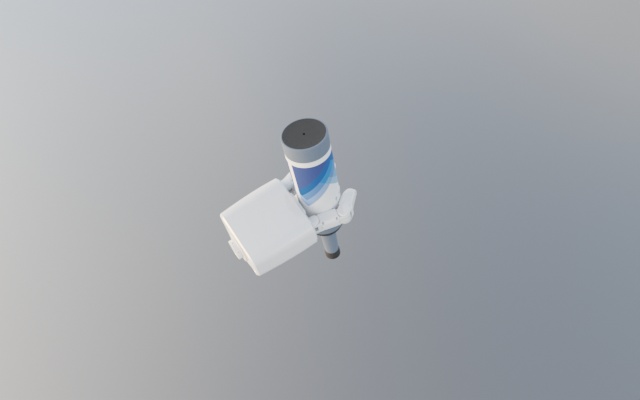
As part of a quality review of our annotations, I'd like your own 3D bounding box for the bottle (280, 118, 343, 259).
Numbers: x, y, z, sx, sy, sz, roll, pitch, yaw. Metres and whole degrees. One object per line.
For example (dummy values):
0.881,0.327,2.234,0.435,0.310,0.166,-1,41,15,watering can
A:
0.000,0.002,0.761,0.069,0.069,0.296,0,-39,12,bottle
